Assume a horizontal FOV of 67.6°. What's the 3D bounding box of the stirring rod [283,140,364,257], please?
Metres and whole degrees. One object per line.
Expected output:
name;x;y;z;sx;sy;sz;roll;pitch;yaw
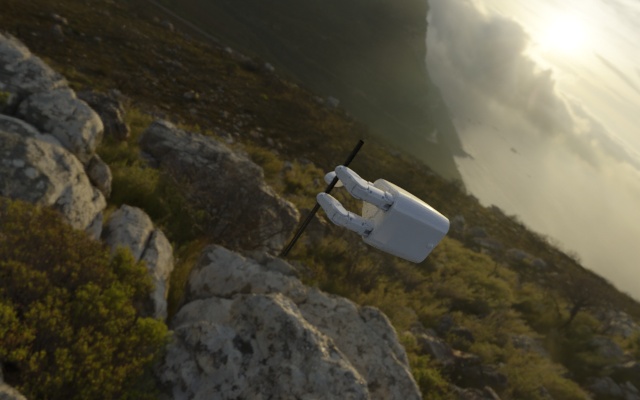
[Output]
stirring rod;0.000;0.003;0.757;0.011;0.240;0.011;27;27;-15
